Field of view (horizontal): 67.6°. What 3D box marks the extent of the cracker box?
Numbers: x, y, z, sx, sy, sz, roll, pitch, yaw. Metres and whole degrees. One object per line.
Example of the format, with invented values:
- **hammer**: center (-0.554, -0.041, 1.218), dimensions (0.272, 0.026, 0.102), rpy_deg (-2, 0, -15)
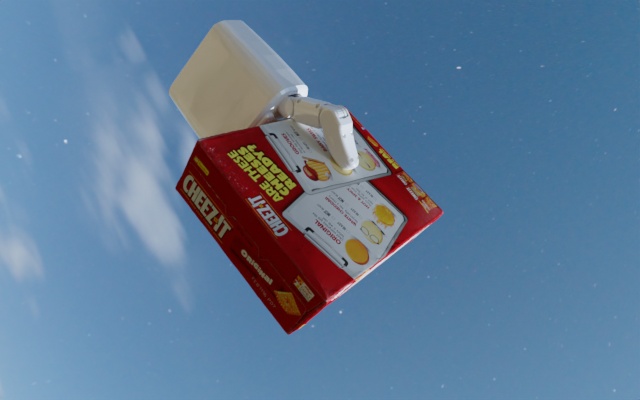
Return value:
- **cracker box**: center (0.000, 0.001, 0.456), dimensions (0.213, 0.164, 0.072), rpy_deg (-26, -19, -49)
